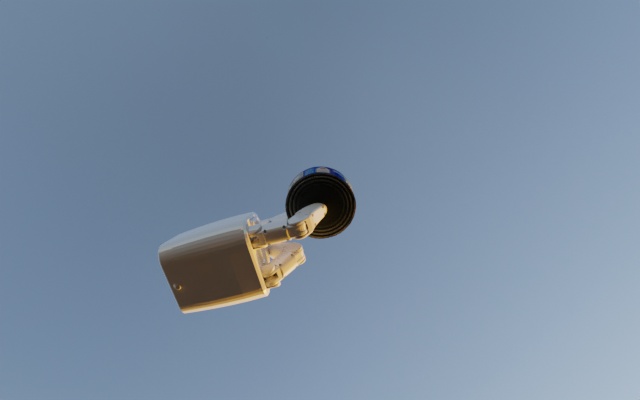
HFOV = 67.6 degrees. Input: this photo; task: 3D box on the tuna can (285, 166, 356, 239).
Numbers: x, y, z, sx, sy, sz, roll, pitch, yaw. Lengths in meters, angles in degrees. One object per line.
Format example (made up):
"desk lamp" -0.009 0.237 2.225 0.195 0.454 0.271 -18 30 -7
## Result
"tuna can" 0.000 0.002 0.592 0.086 0.086 0.033 0 20 -1
